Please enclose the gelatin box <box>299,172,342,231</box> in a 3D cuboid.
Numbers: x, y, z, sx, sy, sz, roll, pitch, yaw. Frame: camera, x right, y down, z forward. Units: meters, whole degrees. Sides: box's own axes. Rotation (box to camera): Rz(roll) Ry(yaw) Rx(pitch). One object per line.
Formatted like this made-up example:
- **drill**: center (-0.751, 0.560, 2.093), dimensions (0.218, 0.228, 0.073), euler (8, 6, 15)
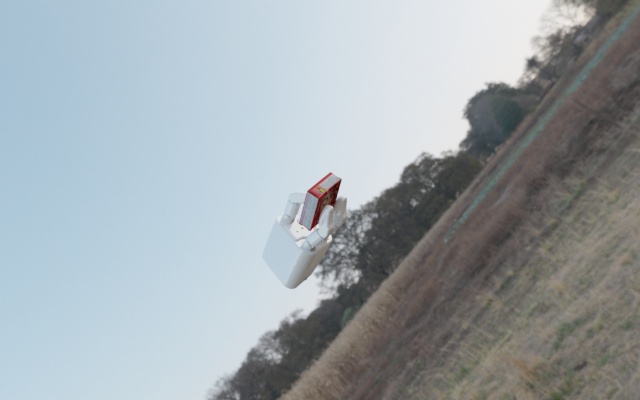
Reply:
- **gelatin box**: center (0.000, 0.002, 0.862), dimensions (0.030, 0.089, 0.073), euler (33, 46, 18)
